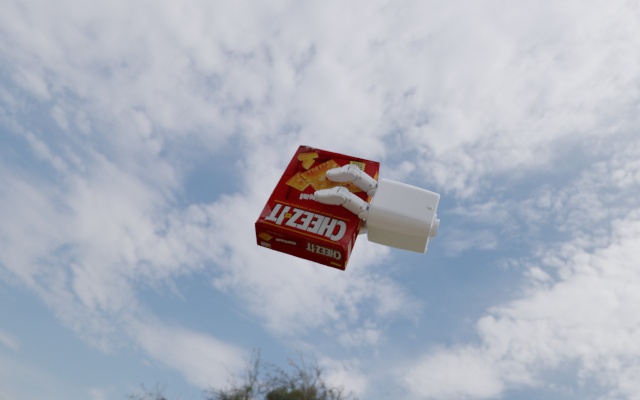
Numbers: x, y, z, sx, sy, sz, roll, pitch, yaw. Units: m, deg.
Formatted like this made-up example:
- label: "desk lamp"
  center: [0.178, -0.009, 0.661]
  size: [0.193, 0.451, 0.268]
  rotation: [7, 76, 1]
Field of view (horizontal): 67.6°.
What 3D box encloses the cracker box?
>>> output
- label: "cracker box"
  center: [0.000, 0.003, 0.858]
  size: [0.164, 0.213, 0.072]
  rotation: [15, -40, 13]
